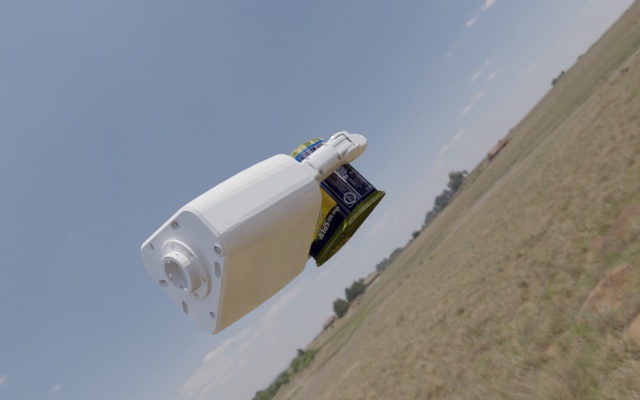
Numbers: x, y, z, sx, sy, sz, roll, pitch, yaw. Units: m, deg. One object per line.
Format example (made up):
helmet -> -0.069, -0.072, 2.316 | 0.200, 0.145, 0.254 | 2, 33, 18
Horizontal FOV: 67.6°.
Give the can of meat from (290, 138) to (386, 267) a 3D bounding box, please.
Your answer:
can of meat -> 0.000, 0.001, 0.464 | 0.057, 0.084, 0.102 | -35, -15, -43
